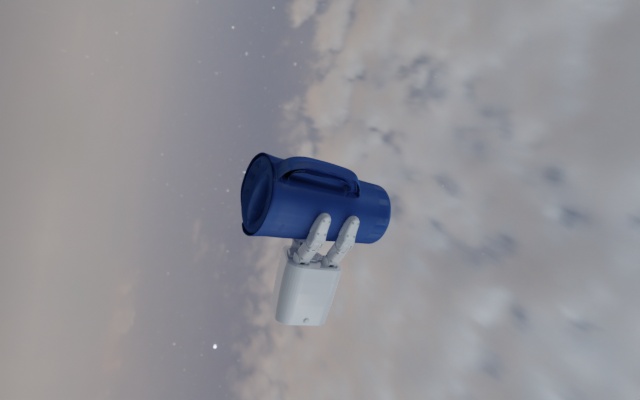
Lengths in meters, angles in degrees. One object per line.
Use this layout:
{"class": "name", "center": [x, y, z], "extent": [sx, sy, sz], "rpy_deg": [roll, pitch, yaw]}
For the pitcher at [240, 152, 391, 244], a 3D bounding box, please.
{"class": "pitcher", "center": [0.000, 0.003, 0.794], "extent": [0.243, 0.145, 0.149], "rpy_deg": [10, 9, -29]}
